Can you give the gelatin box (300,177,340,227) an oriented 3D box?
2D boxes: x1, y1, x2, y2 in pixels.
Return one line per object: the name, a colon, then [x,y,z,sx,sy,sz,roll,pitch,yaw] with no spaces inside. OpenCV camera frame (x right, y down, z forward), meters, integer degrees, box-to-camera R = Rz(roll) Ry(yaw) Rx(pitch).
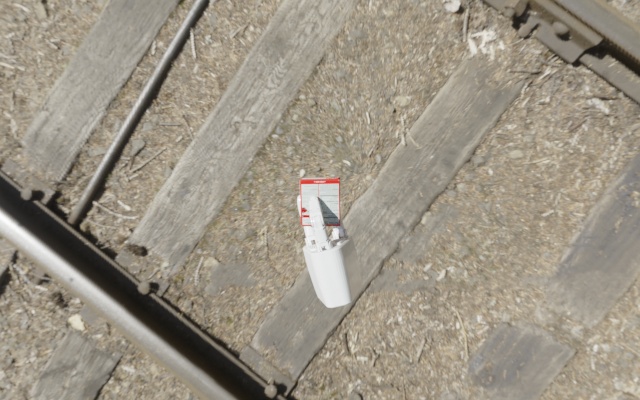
gelatin box: [0.000,0.003,0.881,0.073,0.089,0.030,-1,11,4]
